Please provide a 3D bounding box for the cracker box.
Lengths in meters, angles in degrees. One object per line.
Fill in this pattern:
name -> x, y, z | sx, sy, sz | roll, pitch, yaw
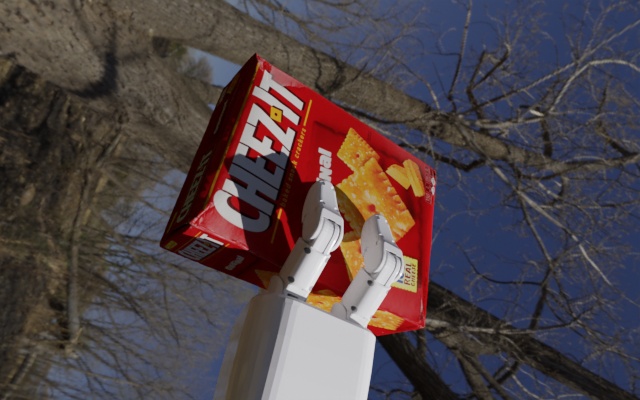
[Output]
cracker box -> 0.000, 0.001, 0.409 | 0.214, 0.164, 0.072 | 28, -34, -25
